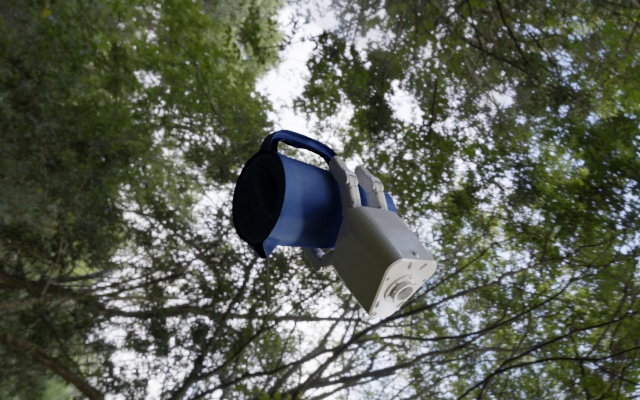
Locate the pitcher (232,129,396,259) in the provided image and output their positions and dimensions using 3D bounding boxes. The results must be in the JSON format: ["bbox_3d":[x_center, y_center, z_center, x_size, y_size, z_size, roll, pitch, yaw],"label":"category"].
[{"bbox_3d":[0.000,0.003,0.727,0.243,0.149,0.145,12,30,-39],"label":"pitcher"}]
